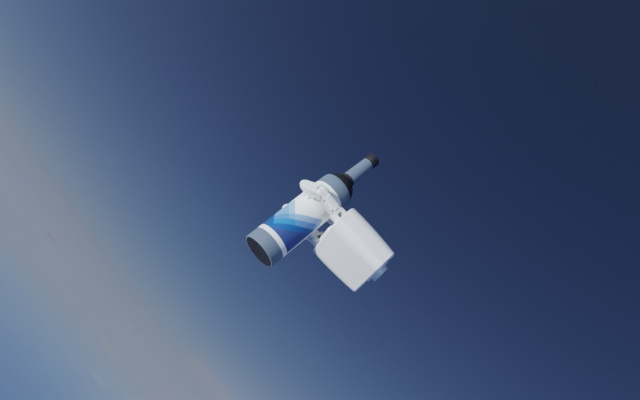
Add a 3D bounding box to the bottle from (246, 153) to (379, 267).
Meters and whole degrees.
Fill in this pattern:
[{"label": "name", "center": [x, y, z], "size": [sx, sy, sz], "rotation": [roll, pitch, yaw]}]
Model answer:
[{"label": "bottle", "center": [0.000, 0.003, 0.860], "size": [0.295, 0.069, 0.069], "rotation": [-39, 19, -26]}]
